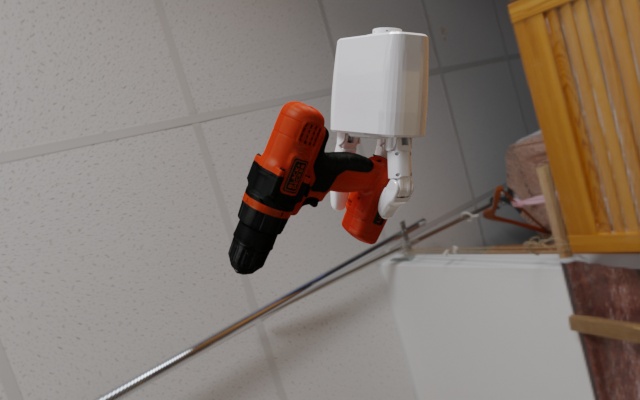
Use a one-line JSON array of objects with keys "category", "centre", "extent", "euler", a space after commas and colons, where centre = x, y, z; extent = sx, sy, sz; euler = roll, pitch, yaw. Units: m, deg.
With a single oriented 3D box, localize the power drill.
[{"category": "power drill", "centre": [0.000, 0.002, 0.526], "extent": [0.188, 0.184, 0.057], "euler": [12, 17, -46]}]
